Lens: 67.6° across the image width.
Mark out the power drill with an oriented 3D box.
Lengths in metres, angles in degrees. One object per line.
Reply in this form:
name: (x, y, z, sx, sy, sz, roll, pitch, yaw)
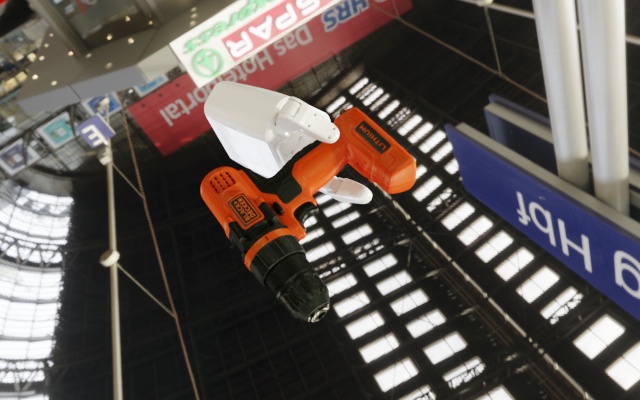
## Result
power drill: (0.000, 0.001, 0.465, 0.187, 0.184, 0.057, -33, -27, -17)
